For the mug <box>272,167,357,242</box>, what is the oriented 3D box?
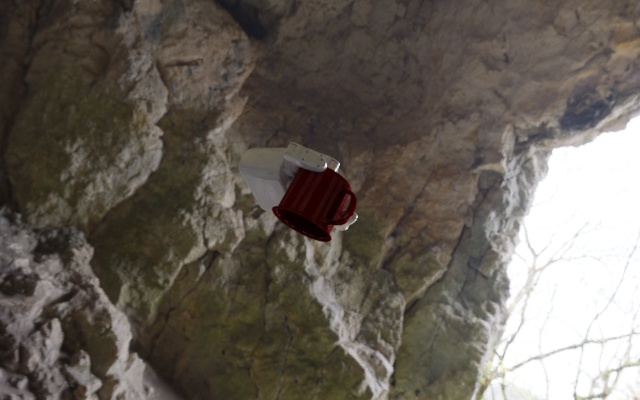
[{"bbox_3d":[0.001,0.002,0.663,0.117,0.081,0.093,10,-26,43],"label":"mug"}]
